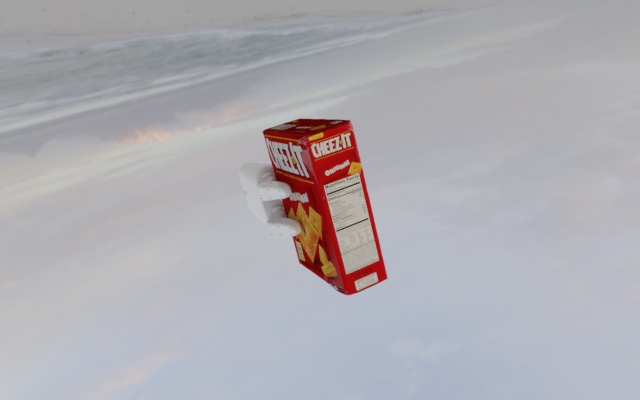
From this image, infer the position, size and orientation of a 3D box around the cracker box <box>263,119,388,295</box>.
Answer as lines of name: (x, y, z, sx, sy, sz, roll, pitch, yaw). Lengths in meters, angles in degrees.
cracker box: (0.000, 0.002, 0.646, 0.072, 0.214, 0.164, -21, 18, -20)
